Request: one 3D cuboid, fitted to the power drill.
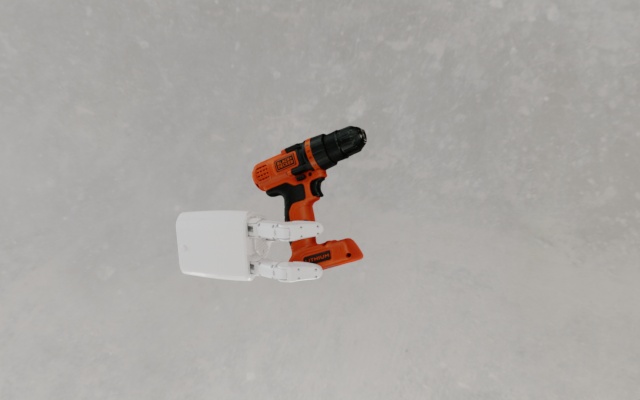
[{"bbox_3d":[0.000,0.003,0.682,0.184,0.187,0.057,-21,-14,24],"label":"power drill"}]
